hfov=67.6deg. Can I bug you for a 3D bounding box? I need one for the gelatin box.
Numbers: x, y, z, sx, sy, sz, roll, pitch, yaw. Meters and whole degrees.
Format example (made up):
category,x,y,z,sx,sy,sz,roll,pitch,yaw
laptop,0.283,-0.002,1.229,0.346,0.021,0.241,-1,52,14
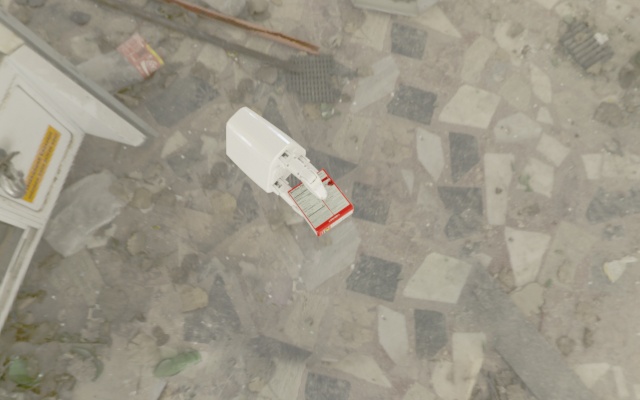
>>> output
category,x,y,z,sx,sy,sz,roll,pitch,yaw
gelatin box,0.000,0.003,0.784,0.073,0.089,0.030,-35,-19,-8
